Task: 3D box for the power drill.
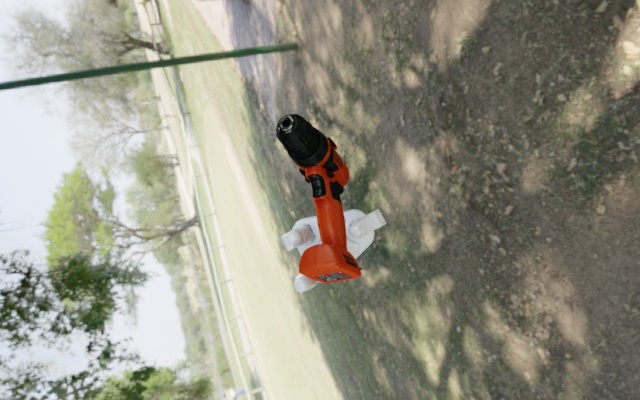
[{"bbox_3d":[0.000,0.002,0.602,0.057,0.187,0.184,-12,-22,19],"label":"power drill"}]
